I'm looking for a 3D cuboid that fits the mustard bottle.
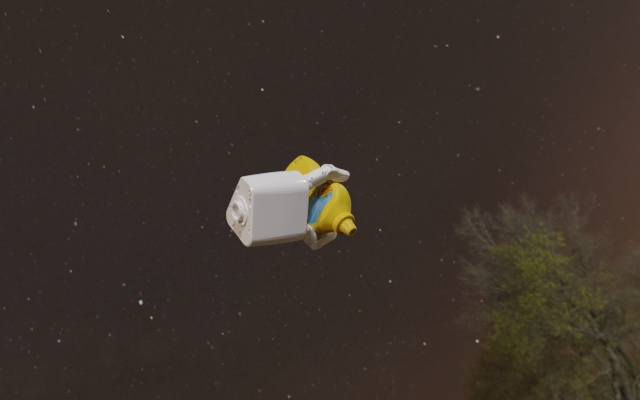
[{"bbox_3d":[0.000,0.003,0.858,0.058,0.096,0.191,21,16,-47],"label":"mustard bottle"}]
